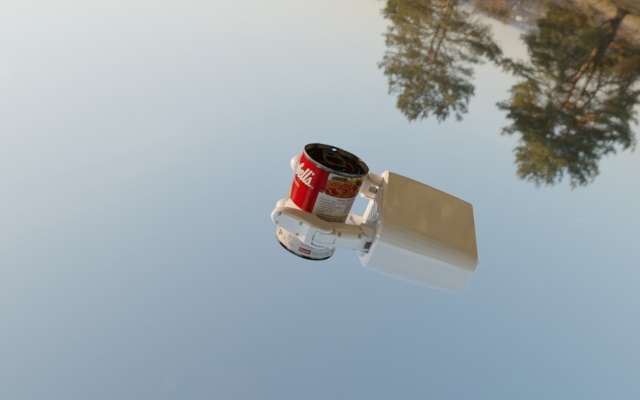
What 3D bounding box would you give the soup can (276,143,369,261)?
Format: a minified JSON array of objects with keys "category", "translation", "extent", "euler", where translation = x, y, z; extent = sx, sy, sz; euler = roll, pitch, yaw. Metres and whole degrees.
[{"category":"soup can","translation":[-0.001,0.002,0.488],"extent":[0.068,0.102,0.068],"euler":[17,25,-8]}]
